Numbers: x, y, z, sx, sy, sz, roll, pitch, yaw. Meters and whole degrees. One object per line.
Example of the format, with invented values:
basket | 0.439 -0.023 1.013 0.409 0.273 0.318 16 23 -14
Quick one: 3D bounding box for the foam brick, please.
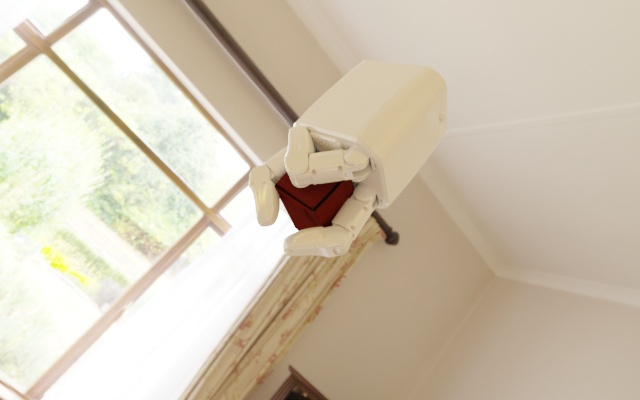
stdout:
foam brick | 0.000 0.002 0.457 0.053 0.051 0.078 32 -21 29
